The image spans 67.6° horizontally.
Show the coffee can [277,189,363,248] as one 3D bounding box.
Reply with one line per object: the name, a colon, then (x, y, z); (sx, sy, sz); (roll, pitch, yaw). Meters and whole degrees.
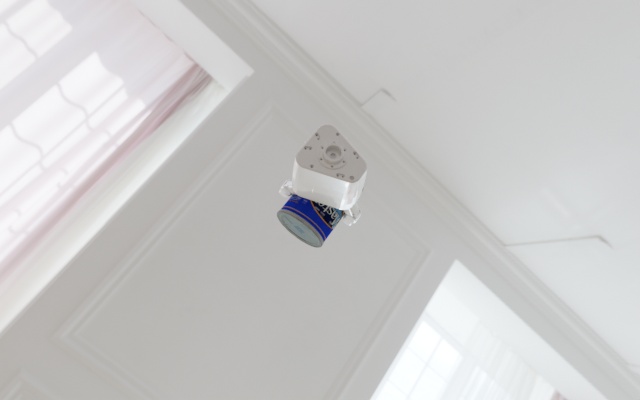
coffee can: (0.000, 0.003, 0.898); (0.103, 0.140, 0.103); (32, -21, 14)
